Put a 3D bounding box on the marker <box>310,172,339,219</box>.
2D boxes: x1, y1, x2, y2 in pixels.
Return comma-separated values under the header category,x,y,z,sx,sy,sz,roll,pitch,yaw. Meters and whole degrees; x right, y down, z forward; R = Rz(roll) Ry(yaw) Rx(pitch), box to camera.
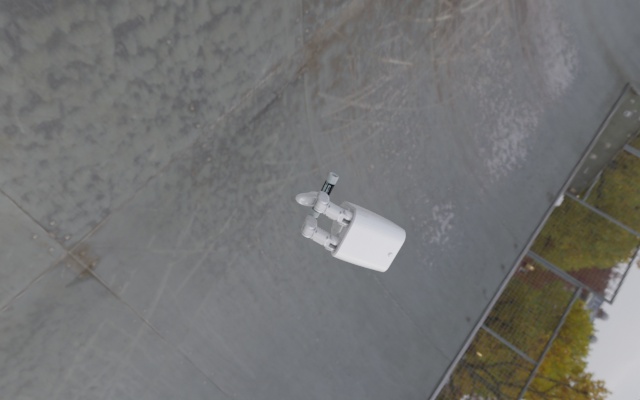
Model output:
category,x,y,z,sx,sy,sz,roll,pitch,yaw
marker,0.000,0.003,0.894,0.020,0.121,0.020,22,23,-10
